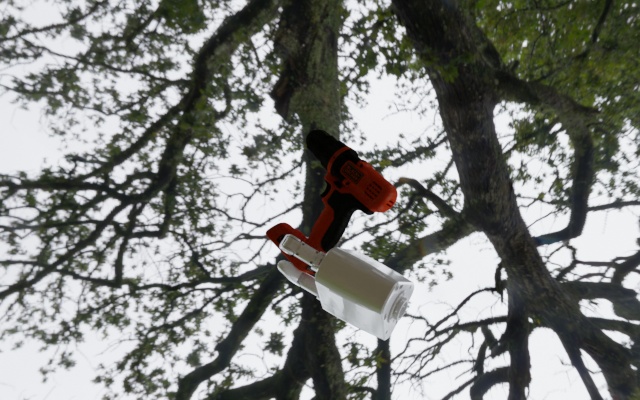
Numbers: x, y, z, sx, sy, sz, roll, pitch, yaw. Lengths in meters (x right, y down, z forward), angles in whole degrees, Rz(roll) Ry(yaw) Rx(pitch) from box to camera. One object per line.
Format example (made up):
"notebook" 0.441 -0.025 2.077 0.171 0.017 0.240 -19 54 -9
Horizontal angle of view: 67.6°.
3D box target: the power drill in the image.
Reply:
"power drill" 0.000 0.003 0.727 0.184 0.188 0.057 44 12 32
